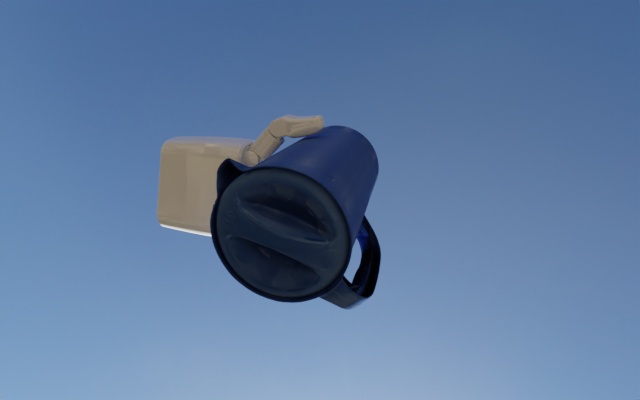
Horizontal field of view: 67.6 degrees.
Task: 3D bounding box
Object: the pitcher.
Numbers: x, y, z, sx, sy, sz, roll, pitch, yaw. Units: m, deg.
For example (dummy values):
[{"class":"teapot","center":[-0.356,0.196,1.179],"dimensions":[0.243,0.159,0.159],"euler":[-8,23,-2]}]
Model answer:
[{"class":"pitcher","center":[0.000,0.002,0.524],"dimensions":[0.145,0.149,0.242],"euler":[4,21,15]}]
